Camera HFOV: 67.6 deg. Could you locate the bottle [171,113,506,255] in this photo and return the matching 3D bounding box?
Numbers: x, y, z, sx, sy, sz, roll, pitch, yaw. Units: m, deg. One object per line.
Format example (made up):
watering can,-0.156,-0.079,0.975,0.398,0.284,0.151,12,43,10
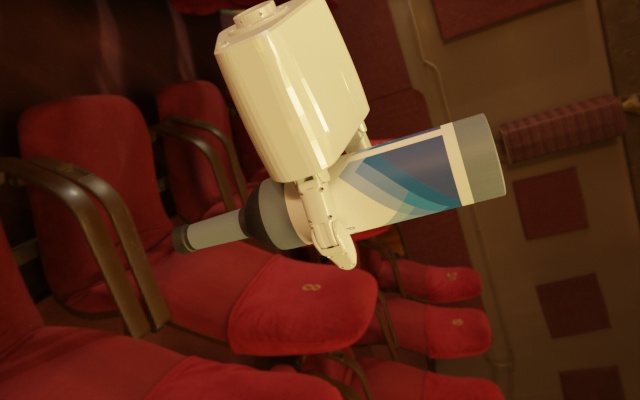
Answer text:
bottle,0.000,0.001,0.415,0.296,0.069,0.069,-16,-5,17
